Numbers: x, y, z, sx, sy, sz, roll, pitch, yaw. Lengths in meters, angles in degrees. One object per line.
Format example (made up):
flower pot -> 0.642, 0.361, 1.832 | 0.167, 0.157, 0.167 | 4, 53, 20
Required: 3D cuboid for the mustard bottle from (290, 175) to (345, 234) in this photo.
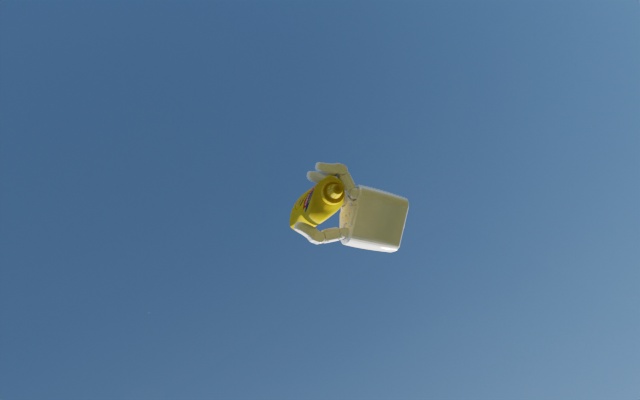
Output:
mustard bottle -> 0.000, 0.003, 0.891 | 0.058, 0.096, 0.192 | 35, -21, -8
